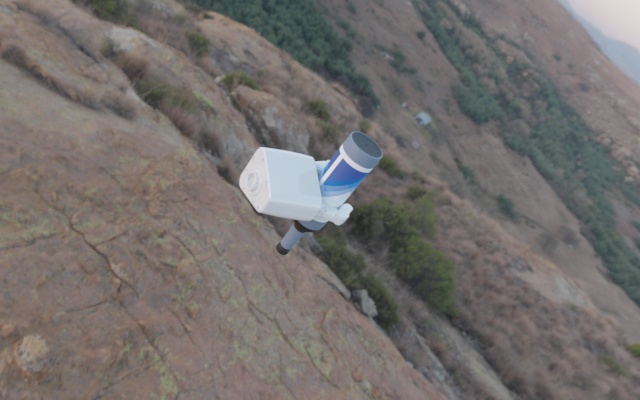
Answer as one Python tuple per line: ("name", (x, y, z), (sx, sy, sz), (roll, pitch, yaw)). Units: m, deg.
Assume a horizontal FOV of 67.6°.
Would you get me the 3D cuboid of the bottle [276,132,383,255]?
("bottle", (0.000, 0.003, 0.884), (0.069, 0.069, 0.296), (0, -41, -45))
